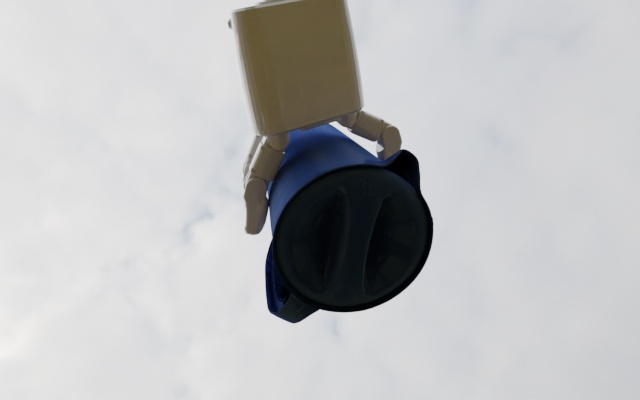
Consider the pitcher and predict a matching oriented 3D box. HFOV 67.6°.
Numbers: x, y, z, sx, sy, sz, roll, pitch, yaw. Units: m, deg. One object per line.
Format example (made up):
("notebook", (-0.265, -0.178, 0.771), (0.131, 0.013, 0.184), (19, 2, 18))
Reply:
("pitcher", (0.000, 0.001, 0.488), (0.149, 0.145, 0.242), (-13, 23, -6))
